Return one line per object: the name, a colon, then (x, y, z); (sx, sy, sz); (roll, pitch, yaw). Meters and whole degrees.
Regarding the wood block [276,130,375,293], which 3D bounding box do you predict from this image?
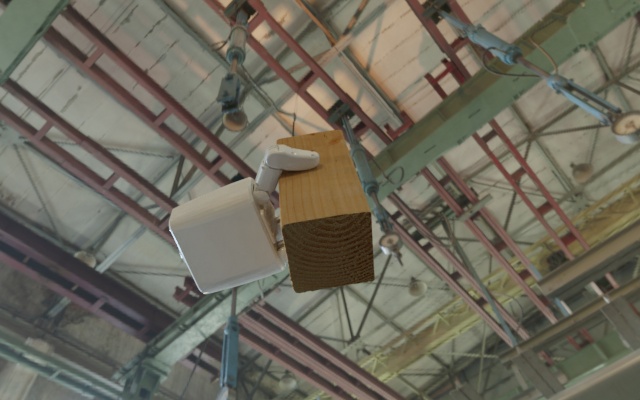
wood block: (0.000, 0.002, 0.566); (0.090, 0.091, 0.206); (-9, 32, -2)
